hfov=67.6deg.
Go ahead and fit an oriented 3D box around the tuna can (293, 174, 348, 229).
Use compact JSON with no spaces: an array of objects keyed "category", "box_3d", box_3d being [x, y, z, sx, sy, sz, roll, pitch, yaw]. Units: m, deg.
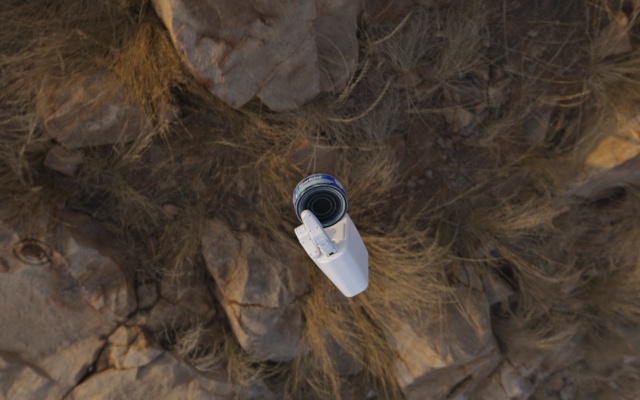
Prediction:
[{"category":"tuna can","box_3d":[0.000,0.003,0.759,0.086,0.086,0.033,0,31,-9]}]
